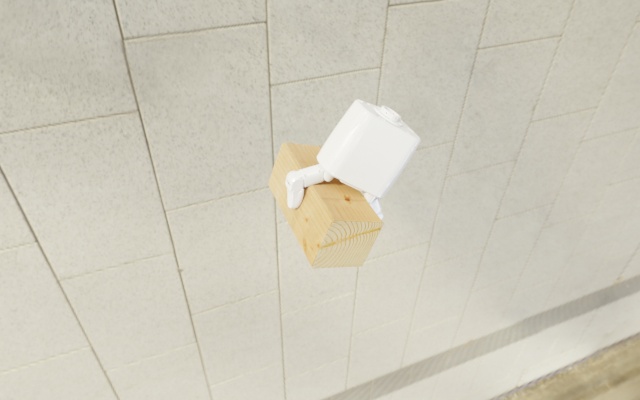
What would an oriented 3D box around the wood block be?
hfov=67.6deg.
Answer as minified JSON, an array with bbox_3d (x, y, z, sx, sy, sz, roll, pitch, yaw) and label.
[{"bbox_3d":[0.000,0.002,0.753,0.091,0.090,0.206,3,35,-30],"label":"wood block"}]
